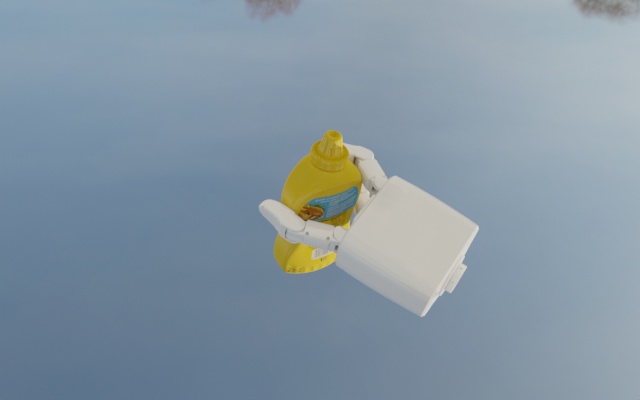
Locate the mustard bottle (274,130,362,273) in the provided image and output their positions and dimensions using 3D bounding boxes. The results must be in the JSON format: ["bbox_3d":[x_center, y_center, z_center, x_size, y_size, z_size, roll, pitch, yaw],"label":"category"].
[{"bbox_3d":[0.000,0.002,0.551,0.096,0.192,0.058,-16,50,-26],"label":"mustard bottle"}]
